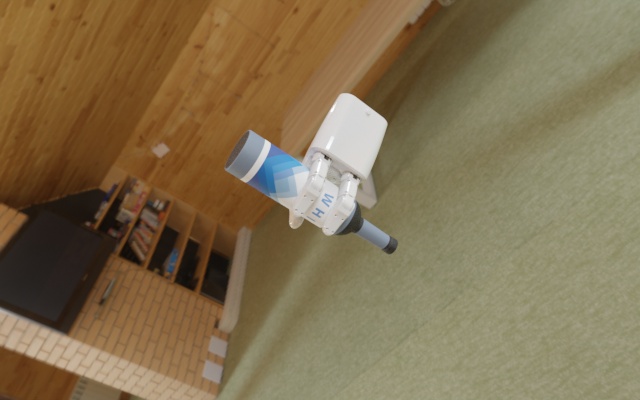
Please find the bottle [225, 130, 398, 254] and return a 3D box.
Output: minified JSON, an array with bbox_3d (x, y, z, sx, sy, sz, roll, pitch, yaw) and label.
[{"bbox_3d":[0.000,0.002,0.719,0.296,0.069,0.069,32,-13,-21],"label":"bottle"}]
